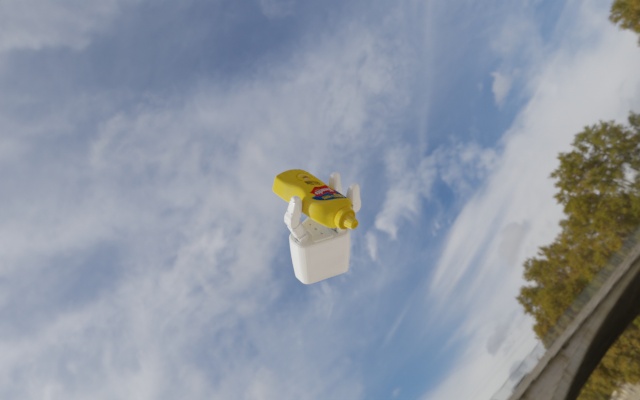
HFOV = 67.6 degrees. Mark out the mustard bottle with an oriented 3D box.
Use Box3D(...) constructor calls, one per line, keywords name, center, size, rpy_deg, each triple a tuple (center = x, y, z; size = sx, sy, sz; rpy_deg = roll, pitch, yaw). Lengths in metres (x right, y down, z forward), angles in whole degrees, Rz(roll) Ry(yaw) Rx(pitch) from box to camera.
Box3D(name="mustard bottle", center=(0.000, 0.003, 0.895), size=(0.096, 0.058, 0.191), rpy_deg=(-4, 28, -43))
